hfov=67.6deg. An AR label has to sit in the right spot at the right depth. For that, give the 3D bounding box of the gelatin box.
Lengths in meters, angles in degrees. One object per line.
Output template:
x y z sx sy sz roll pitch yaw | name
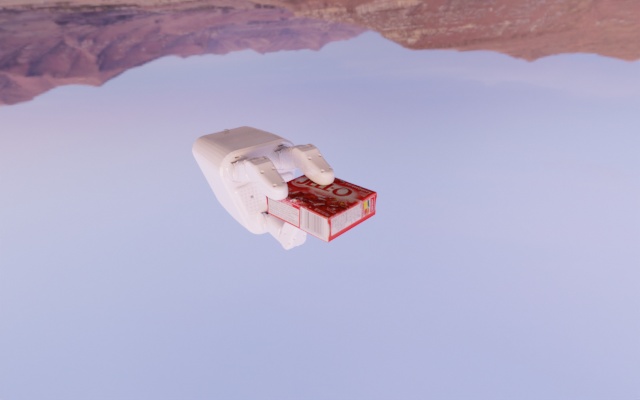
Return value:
0.000 0.002 0.483 0.089 0.030 0.073 23 36 38 | gelatin box
